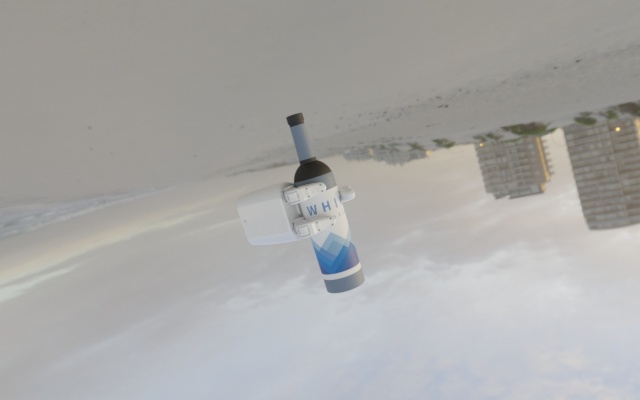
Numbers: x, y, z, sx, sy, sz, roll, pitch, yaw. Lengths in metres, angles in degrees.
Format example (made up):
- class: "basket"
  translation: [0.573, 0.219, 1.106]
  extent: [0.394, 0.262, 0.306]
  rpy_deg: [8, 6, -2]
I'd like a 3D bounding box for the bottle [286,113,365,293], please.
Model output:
- class: "bottle"
  translation: [0.000, 0.003, 0.783]
  extent: [0.069, 0.296, 0.069]
  rpy_deg: [-17, 7, 2]
